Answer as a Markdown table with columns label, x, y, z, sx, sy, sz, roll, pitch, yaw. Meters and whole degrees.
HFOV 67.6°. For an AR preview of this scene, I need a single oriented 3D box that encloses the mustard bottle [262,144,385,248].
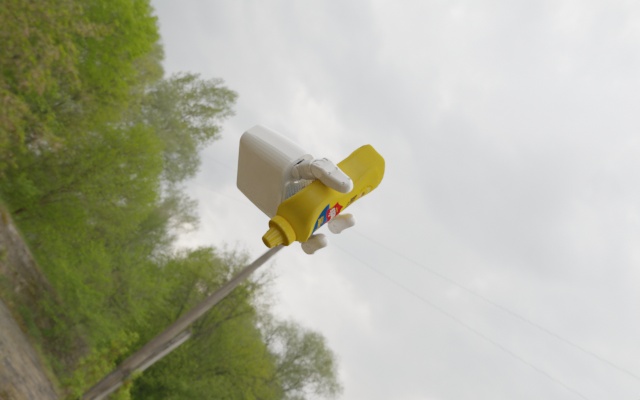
| label | x | y | z | sx | sy | sz | roll | pitch | yaw |
| --- | --- | --- | --- | --- | --- | --- | --- | --- | --- |
| mustard bottle | 0.001 | 0.002 | 0.637 | 0.191 | 0.058 | 0.096 | -36 | -12 | -27 |
